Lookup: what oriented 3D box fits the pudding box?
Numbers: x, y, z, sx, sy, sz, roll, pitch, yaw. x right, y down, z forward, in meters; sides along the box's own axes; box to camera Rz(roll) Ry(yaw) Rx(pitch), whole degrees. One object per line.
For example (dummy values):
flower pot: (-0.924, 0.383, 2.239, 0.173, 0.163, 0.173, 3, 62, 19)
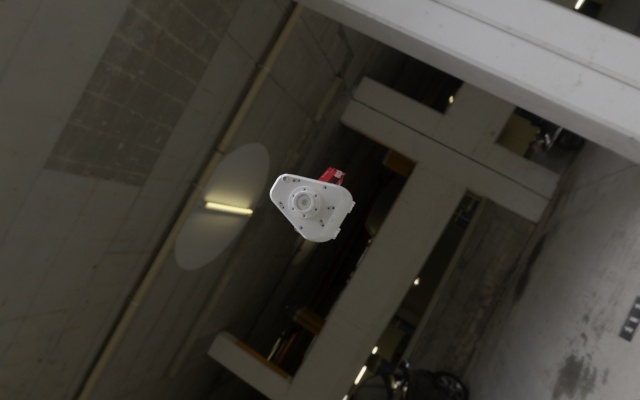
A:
pudding box: (0.000, 0.003, 0.884, 0.039, 0.113, 0.090, 30, 30, 7)
